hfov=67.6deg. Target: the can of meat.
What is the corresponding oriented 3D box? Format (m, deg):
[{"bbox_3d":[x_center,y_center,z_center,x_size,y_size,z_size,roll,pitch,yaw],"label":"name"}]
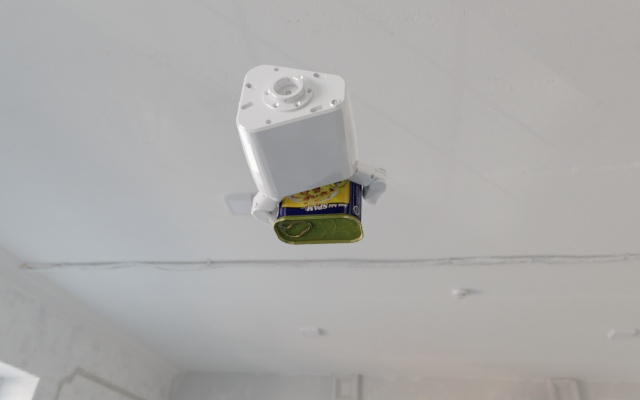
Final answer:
[{"bbox_3d":[0.000,0.002,0.568,0.102,0.084,0.057,-3,-34,11],"label":"can of meat"}]
